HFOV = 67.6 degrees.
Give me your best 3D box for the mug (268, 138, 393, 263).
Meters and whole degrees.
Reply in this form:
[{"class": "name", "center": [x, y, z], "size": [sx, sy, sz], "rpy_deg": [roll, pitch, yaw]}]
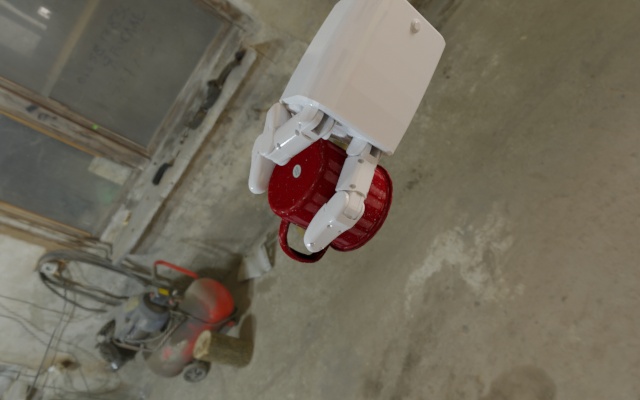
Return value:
[{"class": "mug", "center": [-0.001, 0.003, 0.442], "size": [0.081, 0.117, 0.093], "rpy_deg": [28, -1, -34]}]
